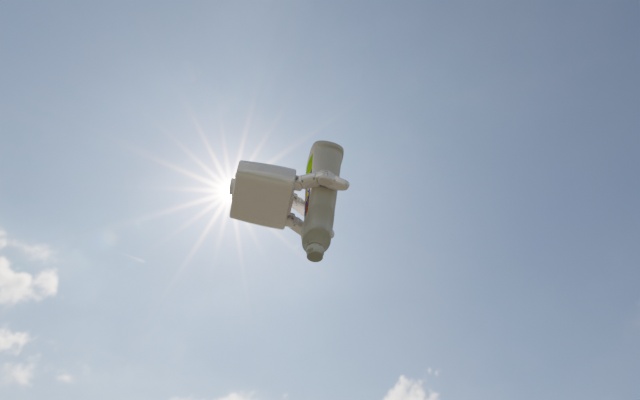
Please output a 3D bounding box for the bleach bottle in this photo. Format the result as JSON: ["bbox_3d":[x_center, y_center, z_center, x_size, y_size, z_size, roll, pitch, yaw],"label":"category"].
[{"bbox_3d":[0.000,0.003,0.887,0.068,0.103,0.250,12,43,-7],"label":"bleach bottle"}]
